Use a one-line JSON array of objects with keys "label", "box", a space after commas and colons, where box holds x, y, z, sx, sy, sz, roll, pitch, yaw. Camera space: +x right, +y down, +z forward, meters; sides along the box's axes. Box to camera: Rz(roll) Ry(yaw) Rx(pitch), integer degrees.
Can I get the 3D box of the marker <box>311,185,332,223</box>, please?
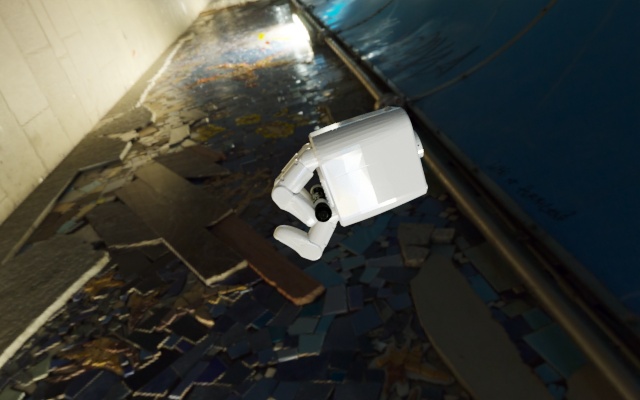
[{"label": "marker", "box": [0.000, 0.002, 0.553, 0.020, 0.020, 0.121, 0, 13, -3]}]
